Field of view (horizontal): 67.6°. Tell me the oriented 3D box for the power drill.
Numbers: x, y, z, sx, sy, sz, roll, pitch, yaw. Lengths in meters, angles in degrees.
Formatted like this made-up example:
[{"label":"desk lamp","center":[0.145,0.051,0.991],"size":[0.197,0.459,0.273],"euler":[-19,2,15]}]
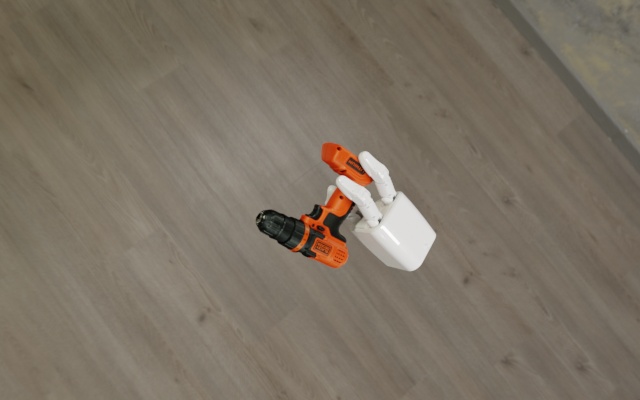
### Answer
[{"label":"power drill","center":[0.001,0.002,0.790],"size":[0.184,0.187,0.057],"euler":[30,-6,-35]}]
